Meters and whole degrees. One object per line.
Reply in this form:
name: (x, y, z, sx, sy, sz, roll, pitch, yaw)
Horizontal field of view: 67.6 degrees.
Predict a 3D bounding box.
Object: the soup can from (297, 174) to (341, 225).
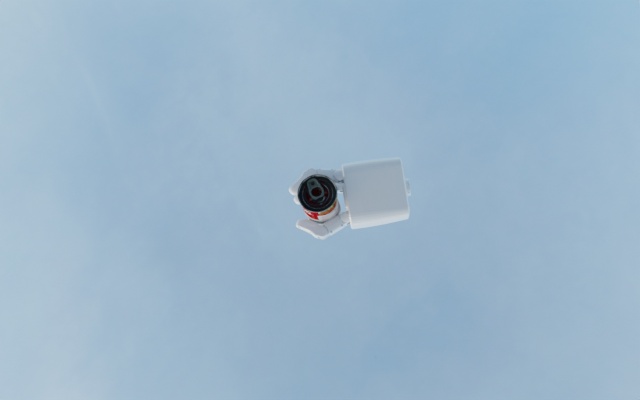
soup can: (0.000, 0.003, 0.845, 0.068, 0.068, 0.102, 0, -18, 7)
